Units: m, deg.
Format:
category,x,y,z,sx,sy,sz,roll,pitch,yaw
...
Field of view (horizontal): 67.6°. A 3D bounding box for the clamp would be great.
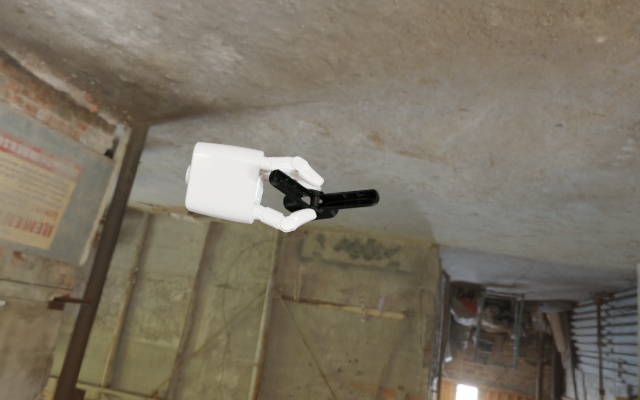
category,x,y,z,sx,sy,sz,roll,pitch,yaw
clamp,0.000,0.003,0.775,0.164,0.036,0.210,11,-15,-2
